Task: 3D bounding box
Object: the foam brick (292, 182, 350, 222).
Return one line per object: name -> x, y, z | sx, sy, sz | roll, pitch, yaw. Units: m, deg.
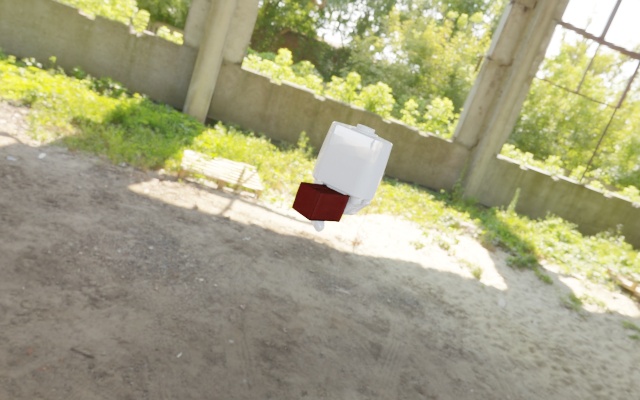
foam brick -> 0.000, 0.003, 0.818 | 0.078, 0.051, 0.053 | 5, 21, -47
